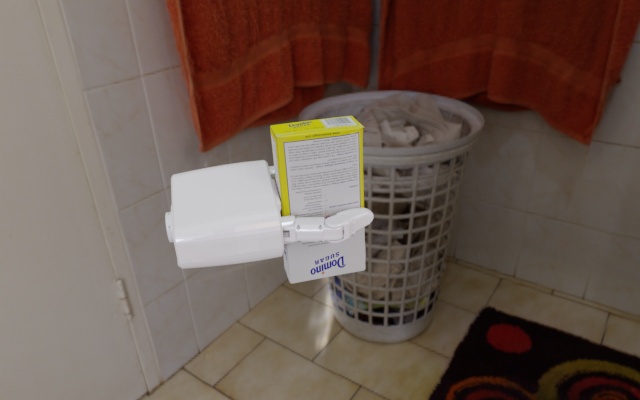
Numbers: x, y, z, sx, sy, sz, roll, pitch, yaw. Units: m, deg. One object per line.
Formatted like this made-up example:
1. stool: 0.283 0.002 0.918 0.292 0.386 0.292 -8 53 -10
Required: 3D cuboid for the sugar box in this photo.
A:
1. sugar box: 0.000 0.001 0.526 0.093 0.176 0.048 -8 29 -11
